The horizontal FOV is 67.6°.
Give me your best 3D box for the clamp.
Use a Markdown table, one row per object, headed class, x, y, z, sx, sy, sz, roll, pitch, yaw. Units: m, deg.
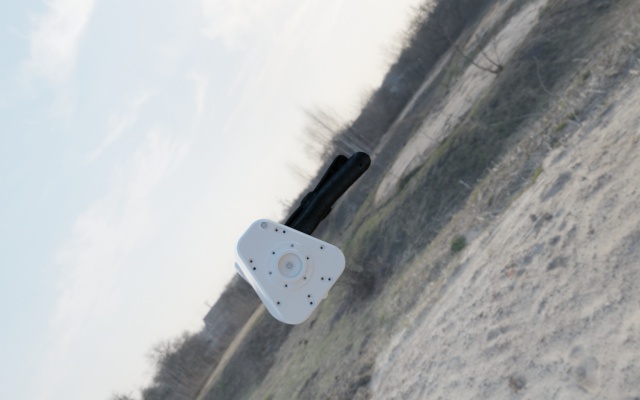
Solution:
| class | x | y | z | sx | sy | sz | roll | pitch | yaw |
| --- | --- | --- | --- | --- | --- | --- | --- | --- | --- |
| clamp | -0.001 | 0.002 | 0.608 | 0.039 | 0.171 | 0.120 | 36 | -12 | -5 |
